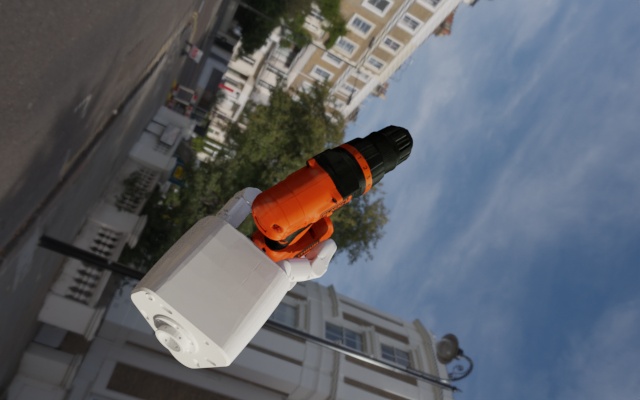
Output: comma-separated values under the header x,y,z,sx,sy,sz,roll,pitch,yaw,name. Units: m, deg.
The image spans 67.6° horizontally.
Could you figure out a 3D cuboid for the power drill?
x,y,z,sx,sy,sz,roll,pitch,yaw,name
0.000,0.002,0.514,0.184,0.057,0.188,-29,-13,-25,power drill
